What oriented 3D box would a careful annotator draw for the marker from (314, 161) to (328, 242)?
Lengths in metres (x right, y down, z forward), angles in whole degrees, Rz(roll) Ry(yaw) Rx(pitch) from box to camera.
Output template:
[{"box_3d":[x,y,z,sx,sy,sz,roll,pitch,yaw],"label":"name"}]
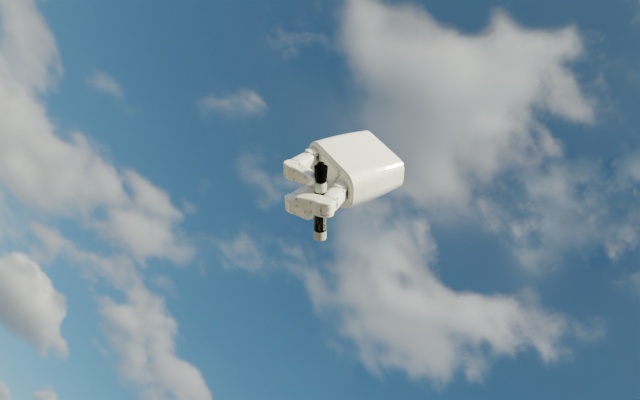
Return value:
[{"box_3d":[0.000,0.002,0.662,0.020,0.121,0.020,1,30,0],"label":"marker"}]
